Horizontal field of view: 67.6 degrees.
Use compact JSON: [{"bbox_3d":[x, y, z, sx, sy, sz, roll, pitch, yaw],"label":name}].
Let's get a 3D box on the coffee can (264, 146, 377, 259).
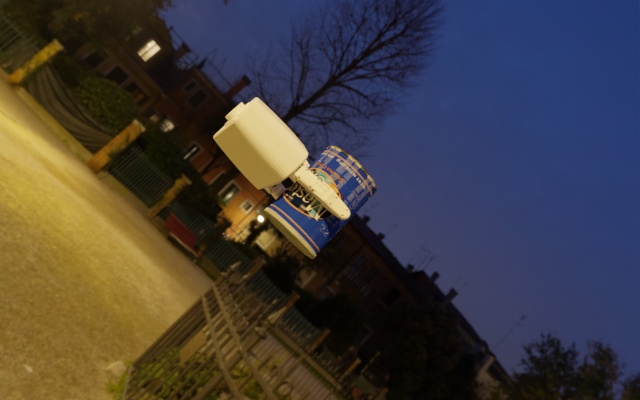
[{"bbox_3d":[0.000,0.003,0.719,0.103,0.140,0.103,42,-11,11],"label":"coffee can"}]
